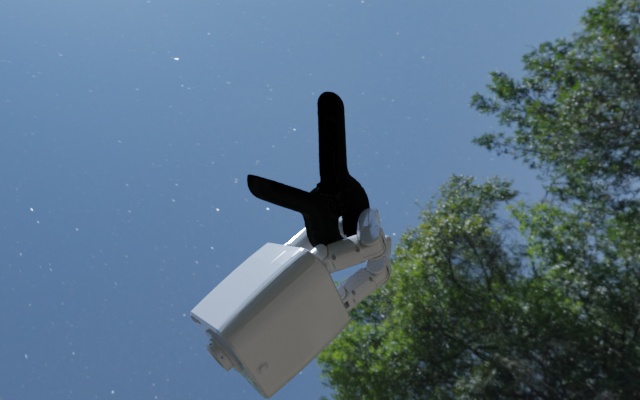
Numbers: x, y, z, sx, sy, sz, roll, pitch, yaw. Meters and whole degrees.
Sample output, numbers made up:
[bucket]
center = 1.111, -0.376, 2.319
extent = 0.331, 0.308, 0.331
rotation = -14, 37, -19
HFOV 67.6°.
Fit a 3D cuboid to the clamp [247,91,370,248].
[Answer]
[clamp]
center = 0.000, 0.001, 0.441
extent = 0.120, 0.172, 0.039
rotation = -40, 36, -26
